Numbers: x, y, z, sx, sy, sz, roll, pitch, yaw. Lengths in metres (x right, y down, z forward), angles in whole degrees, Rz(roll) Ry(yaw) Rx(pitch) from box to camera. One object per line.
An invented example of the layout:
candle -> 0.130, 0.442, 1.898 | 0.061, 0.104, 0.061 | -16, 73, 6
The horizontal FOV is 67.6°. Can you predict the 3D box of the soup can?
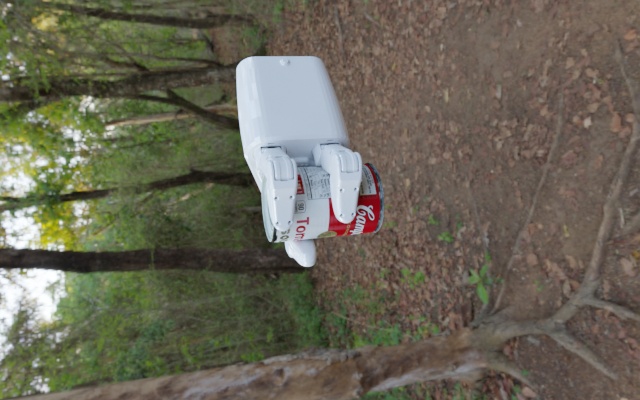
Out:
soup can -> 0.000, 0.002, 0.448 | 0.102, 0.068, 0.068 | -5, 1, -15
